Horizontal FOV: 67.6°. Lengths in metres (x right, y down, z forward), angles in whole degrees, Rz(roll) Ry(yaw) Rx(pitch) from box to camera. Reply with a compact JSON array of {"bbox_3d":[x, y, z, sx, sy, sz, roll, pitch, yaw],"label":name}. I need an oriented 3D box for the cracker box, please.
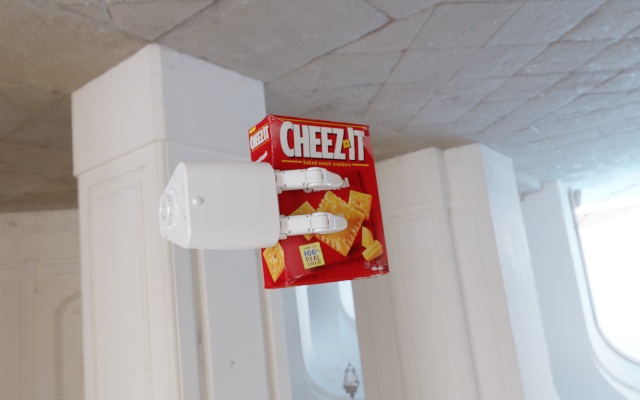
[{"bbox_3d":[0.000,0.002,0.636,0.164,0.213,0.072,0,-12,-34],"label":"cracker box"}]
